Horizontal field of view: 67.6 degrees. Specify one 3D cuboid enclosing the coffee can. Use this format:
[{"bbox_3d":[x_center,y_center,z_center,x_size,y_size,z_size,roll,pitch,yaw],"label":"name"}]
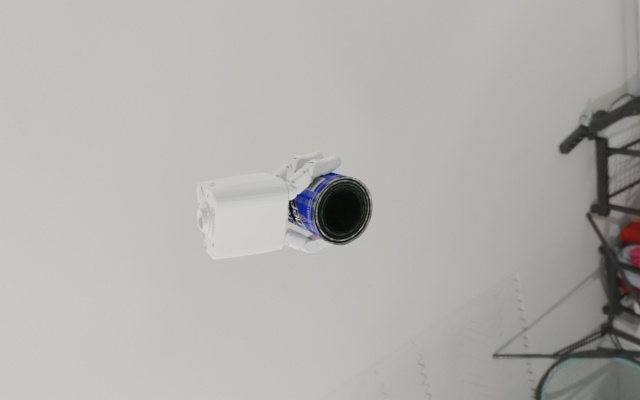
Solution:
[{"bbox_3d":[0.000,0.002,0.748,0.103,0.103,0.140,0,11,-30],"label":"coffee can"}]
